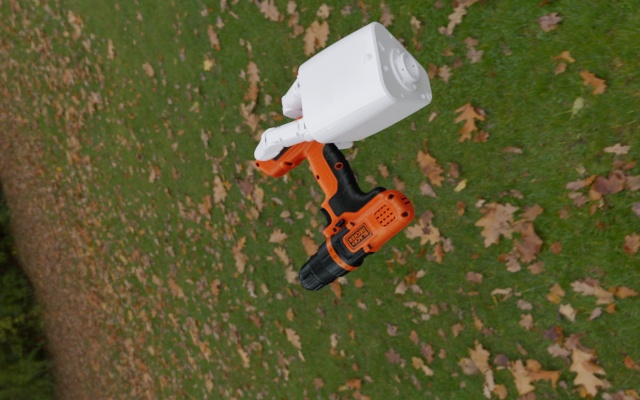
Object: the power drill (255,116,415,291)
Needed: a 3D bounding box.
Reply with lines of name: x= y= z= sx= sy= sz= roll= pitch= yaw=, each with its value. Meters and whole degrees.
power drill: x=0.000 y=0.001 z=0.605 sx=0.184 sy=0.187 sz=0.057 roll=-42 pitch=-11 yaw=25
